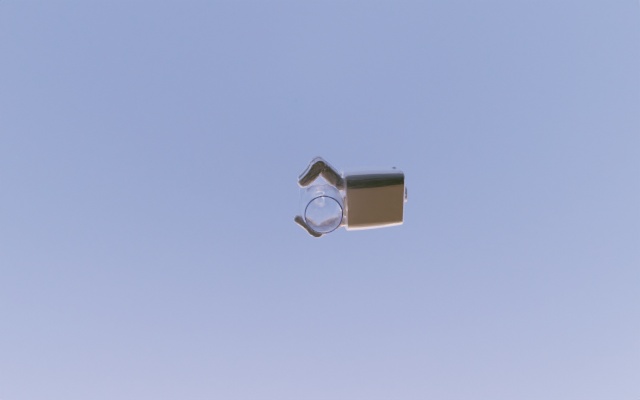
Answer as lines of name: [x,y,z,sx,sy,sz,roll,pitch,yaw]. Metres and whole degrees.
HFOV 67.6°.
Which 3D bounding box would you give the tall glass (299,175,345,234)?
tall glass: [0.000,0.003,0.851,0.079,0.079,0.201,0,12,-3]
